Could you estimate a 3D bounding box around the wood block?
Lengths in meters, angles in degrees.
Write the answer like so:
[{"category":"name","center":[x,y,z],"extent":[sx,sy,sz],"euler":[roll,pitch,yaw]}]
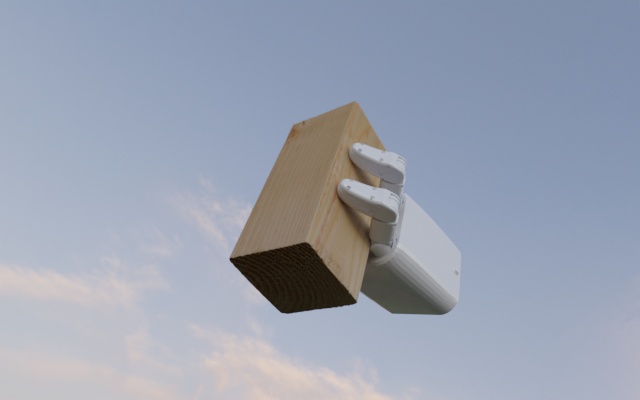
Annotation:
[{"category":"wood block","center":[0.000,0.002,0.494],"extent":[0.091,0.206,0.090],"euler":[-16,-53,31]}]
